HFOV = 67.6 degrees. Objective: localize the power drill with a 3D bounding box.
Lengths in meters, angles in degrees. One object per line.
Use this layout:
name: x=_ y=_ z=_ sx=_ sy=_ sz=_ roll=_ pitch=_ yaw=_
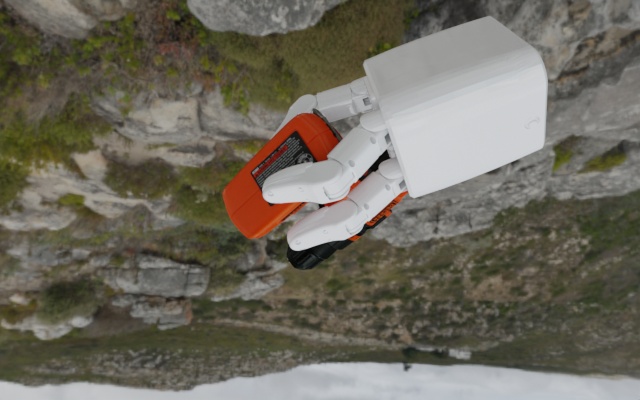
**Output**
power drill: x=0.000 y=0.001 z=0.438 sx=0.184 sy=0.057 sz=0.188 roll=-44 pitch=-24 yaw=17
